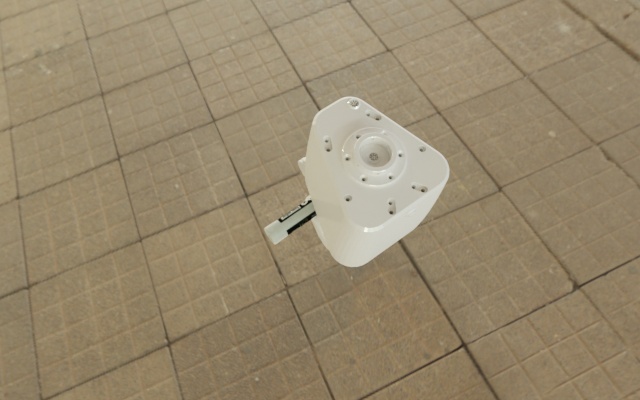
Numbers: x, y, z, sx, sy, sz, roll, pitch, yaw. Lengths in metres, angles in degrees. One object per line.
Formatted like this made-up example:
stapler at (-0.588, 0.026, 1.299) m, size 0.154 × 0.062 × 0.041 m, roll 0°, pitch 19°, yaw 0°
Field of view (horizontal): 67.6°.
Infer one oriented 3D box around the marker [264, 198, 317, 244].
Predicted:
marker at (0.000, 0.002, 0.467) m, size 0.121 × 0.020 × 0.020 m, roll -34°, pitch 9°, yaw -14°
